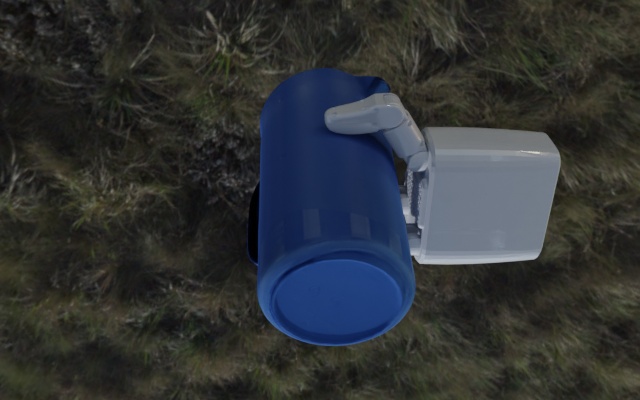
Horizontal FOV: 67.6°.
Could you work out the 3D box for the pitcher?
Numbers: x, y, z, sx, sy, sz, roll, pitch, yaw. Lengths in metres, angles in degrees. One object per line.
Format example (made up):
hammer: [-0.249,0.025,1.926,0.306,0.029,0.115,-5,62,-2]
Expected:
pitcher: [0.000,0.001,0.416,0.145,0.149,0.242,0,38,-2]
